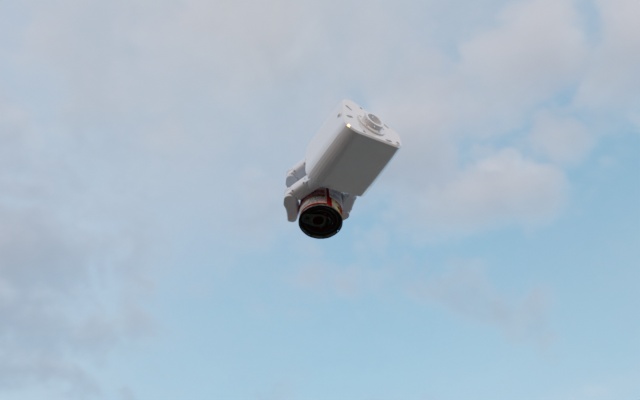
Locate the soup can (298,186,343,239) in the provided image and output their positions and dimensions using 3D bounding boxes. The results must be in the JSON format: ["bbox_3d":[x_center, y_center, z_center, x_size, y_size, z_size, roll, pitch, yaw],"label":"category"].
[{"bbox_3d":[0.000,0.003,0.762,0.068,0.069,0.102,0,38,0],"label":"soup can"}]
